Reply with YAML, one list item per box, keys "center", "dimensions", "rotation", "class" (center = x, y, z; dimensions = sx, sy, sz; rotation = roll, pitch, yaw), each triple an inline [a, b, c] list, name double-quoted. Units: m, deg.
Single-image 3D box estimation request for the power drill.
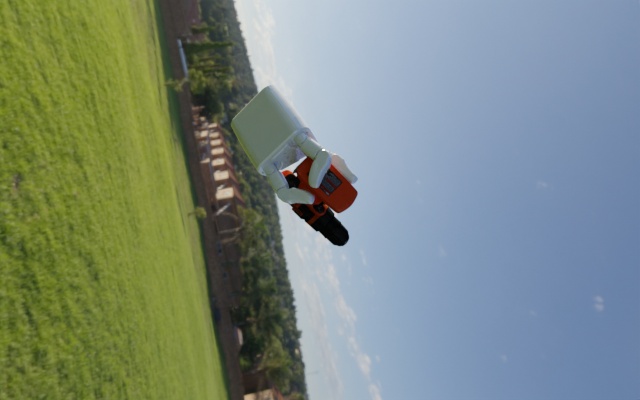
- center: [0.000, 0.002, 0.846]
  dimensions: [0.184, 0.057, 0.188]
  rotation: [43, -21, -2]
  class: "power drill"
